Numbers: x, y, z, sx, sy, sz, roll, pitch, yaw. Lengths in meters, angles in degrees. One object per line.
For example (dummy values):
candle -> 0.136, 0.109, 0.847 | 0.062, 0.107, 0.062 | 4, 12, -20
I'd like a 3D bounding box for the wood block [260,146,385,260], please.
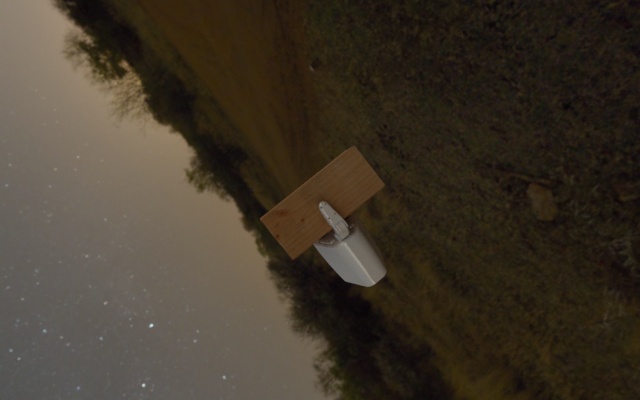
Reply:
wood block -> 0.000, 0.003, 0.853 | 0.206, 0.090, 0.091 | -39, 6, -6
